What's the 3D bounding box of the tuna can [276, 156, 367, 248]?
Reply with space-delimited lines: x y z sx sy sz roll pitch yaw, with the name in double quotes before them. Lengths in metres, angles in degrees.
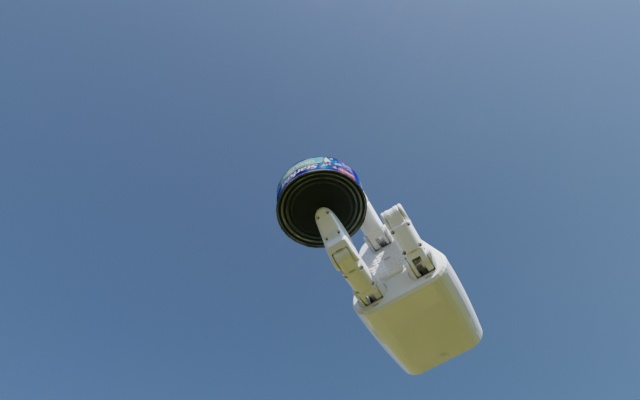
"tuna can" 0.000 0.001 0.460 0.086 0.086 0.033 0 30 -6
